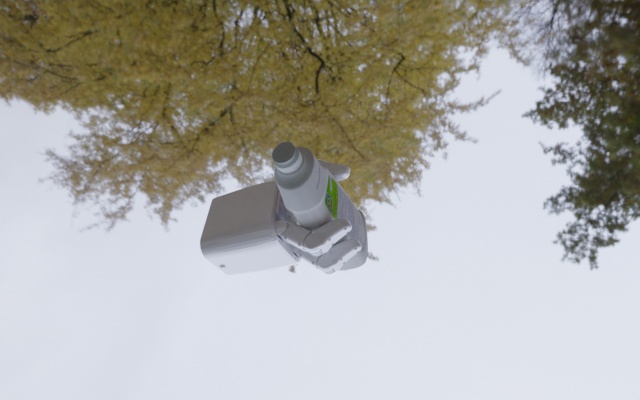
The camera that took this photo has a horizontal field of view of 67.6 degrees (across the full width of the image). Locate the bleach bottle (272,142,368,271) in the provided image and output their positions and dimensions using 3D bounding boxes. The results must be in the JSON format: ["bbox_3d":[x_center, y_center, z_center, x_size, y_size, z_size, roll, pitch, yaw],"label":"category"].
[{"bbox_3d":[0.000,0.002,0.625,0.068,0.102,0.251,-12,-33,15],"label":"bleach bottle"}]
